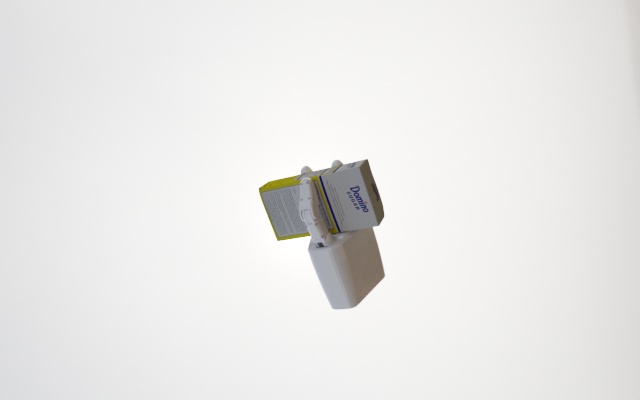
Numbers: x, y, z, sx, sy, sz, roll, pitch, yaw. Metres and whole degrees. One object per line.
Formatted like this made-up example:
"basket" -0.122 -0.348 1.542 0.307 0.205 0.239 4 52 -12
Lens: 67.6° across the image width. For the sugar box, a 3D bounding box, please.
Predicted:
"sugar box" 0.000 0.002 0.711 0.176 0.093 0.048 -11 19 27
